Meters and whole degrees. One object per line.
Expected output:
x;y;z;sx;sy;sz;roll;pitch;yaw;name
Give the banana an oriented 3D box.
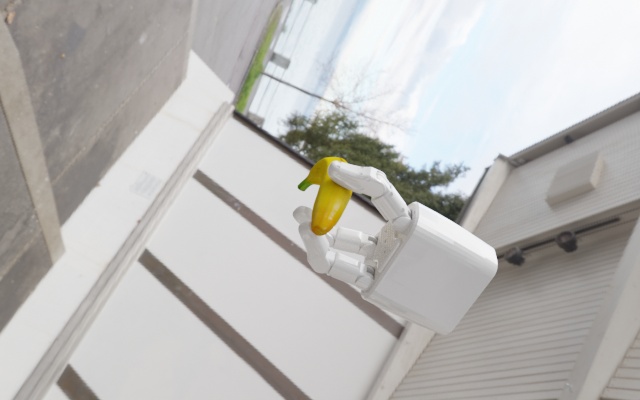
0.010;-0.015;0.539;0.037;0.069;0.197;31;9;-11;banana
